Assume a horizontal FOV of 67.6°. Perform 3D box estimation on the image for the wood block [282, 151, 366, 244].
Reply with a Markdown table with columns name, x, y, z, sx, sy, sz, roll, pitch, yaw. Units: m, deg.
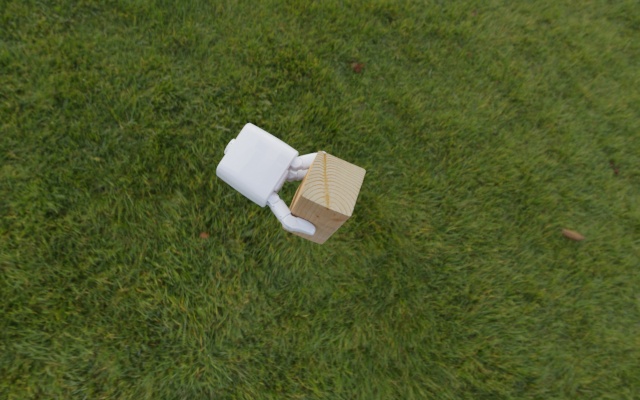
| name | x | y | z | sx | sy | sz | roll | pitch | yaw |
| --- | --- | --- | --- | --- | --- | --- | --- | --- | --- |
| wood block | 0.000 | 0.003 | 0.874 | 0.090 | 0.090 | 0.206 | 23 | -21 | -5 |
